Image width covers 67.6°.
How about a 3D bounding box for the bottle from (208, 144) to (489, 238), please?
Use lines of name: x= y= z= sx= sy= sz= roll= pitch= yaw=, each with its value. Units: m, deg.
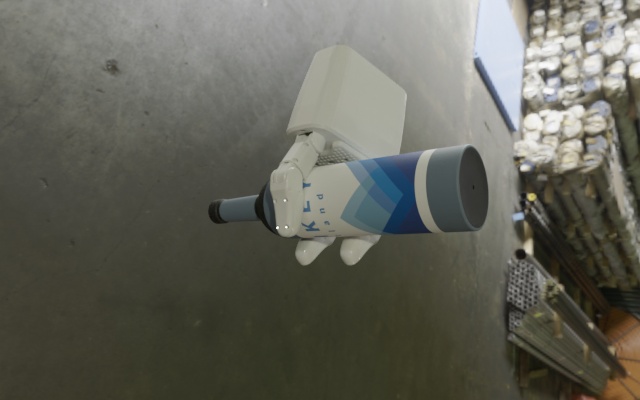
bottle: x=0.000 y=0.002 z=0.450 sx=0.296 sy=0.069 sz=0.069 roll=-6 pitch=-3 yaw=37
